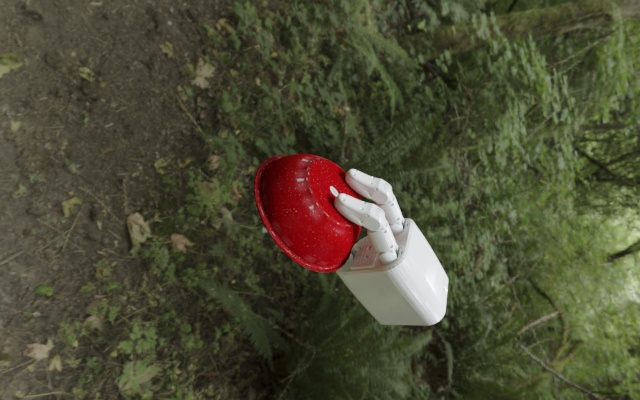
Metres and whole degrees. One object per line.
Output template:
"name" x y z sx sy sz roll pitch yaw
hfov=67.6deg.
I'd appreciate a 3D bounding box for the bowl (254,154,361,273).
"bowl" -0.001 0.001 0.573 0.055 0.162 0.162 -35 -21 35
